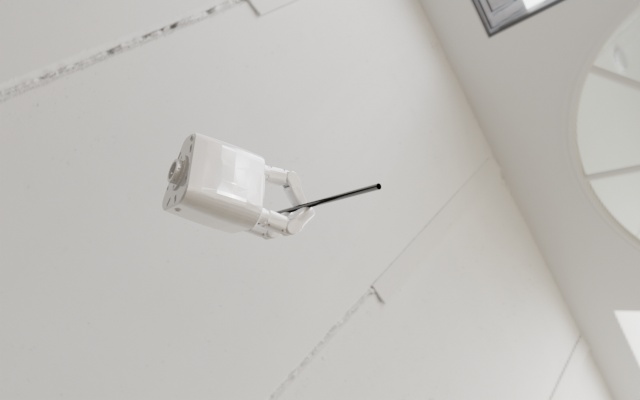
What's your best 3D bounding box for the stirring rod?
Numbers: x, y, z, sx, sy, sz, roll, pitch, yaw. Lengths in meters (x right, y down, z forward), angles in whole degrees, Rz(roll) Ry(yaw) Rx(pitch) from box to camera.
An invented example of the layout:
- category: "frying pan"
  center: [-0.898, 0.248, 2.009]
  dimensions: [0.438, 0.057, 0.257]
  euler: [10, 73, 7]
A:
- category: "stirring rod"
  center: [0.000, 0.002, 0.664]
  dimensions: [0.011, 0.011, 0.239]
  euler: [0, -9, -36]
